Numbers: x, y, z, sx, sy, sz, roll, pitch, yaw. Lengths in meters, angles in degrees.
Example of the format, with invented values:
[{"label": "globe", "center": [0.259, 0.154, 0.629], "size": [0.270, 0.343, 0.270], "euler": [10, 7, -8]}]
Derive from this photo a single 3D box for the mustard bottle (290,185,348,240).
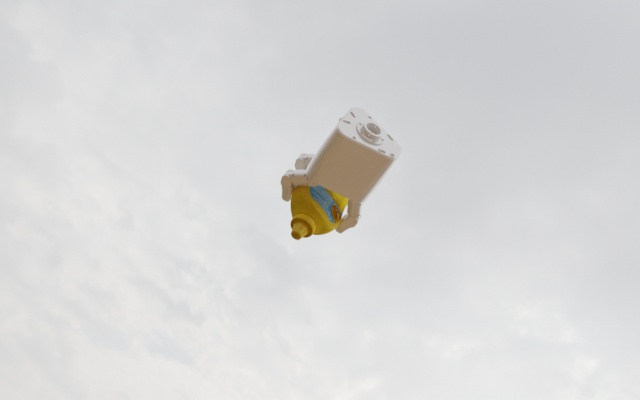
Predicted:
[{"label": "mustard bottle", "center": [0.000, 0.003, 0.813], "size": [0.058, 0.096, 0.191], "euler": [-23, 20, 38]}]
